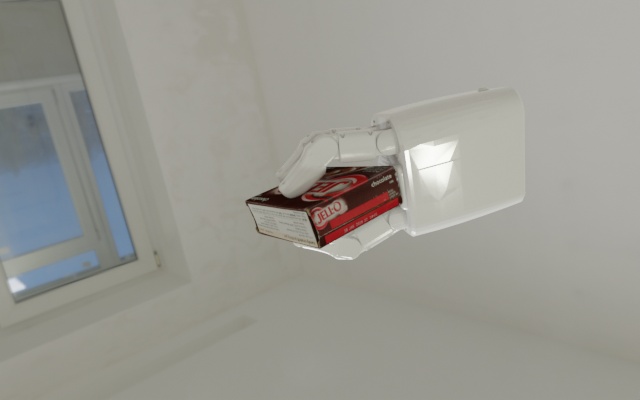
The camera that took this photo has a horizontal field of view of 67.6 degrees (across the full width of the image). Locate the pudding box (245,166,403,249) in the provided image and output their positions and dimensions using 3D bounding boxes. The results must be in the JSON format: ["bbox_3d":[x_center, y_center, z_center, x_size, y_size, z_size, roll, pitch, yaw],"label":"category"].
[{"bbox_3d":[0.000,0.001,0.413,0.090,0.039,0.113,-25,14,-29],"label":"pudding box"}]
